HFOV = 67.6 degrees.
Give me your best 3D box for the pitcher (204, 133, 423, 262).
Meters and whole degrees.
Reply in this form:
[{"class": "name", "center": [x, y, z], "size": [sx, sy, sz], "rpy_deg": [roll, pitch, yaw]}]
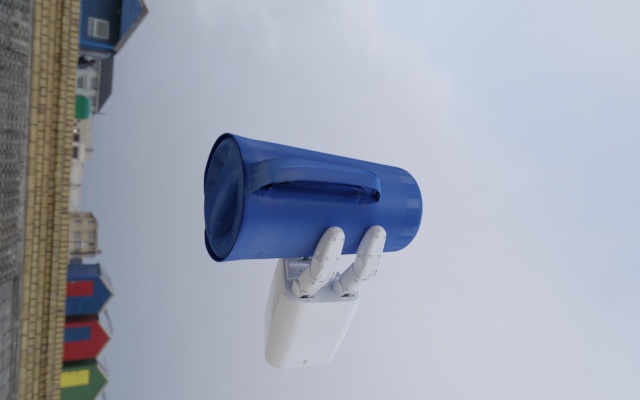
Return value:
[{"class": "pitcher", "center": [0.000, 0.002, 0.539], "size": [0.243, 0.145, 0.149], "rpy_deg": [4, 27, -30]}]
